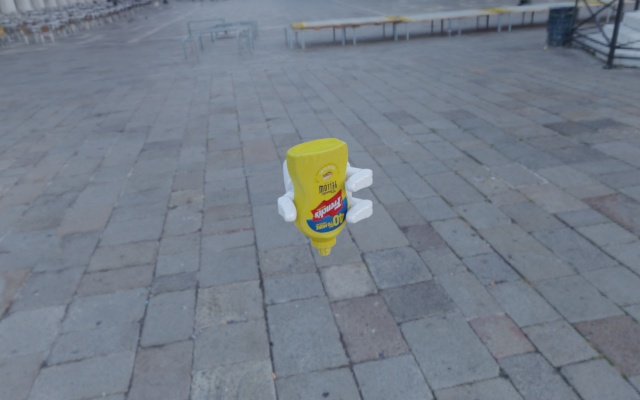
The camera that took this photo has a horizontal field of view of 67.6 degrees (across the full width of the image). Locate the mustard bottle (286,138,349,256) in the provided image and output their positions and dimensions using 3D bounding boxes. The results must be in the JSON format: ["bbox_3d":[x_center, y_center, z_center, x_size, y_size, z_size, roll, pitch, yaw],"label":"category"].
[{"bbox_3d":[0.000,0.002,0.764,0.096,0.192,0.058,-19,29,-29],"label":"mustard bottle"}]
